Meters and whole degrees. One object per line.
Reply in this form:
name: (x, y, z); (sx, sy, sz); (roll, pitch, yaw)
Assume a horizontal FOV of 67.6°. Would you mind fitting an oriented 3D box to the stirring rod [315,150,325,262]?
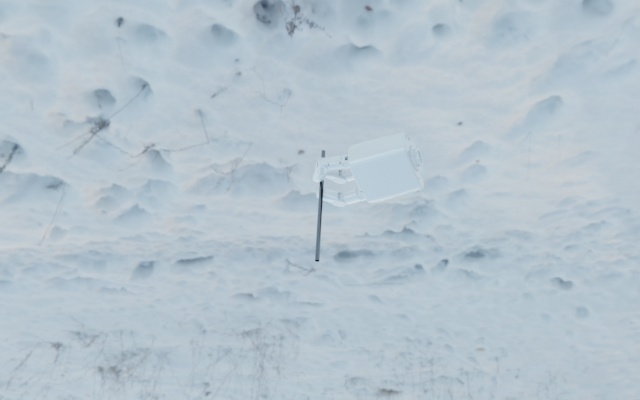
stirring rod: (0.000, 0.003, 0.889); (0.011, 0.239, 0.011); (2, -33, 2)
